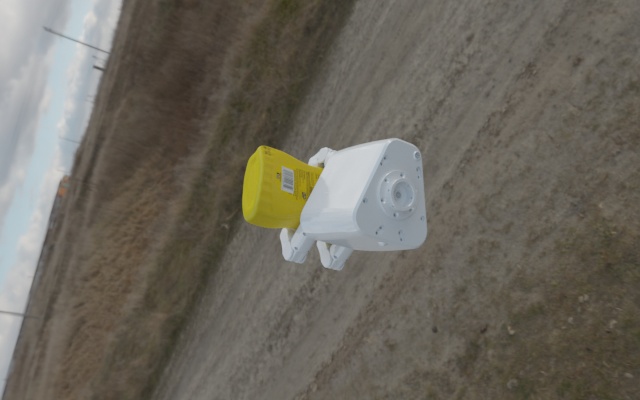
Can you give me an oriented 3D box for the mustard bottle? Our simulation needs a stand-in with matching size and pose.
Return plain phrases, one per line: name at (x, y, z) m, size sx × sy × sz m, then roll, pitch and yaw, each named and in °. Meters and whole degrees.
mustard bottle at (0.000, 0.002, 0.602) m, size 0.192 × 0.096 × 0.058 m, roll 16°, pitch -36°, yaw -27°
